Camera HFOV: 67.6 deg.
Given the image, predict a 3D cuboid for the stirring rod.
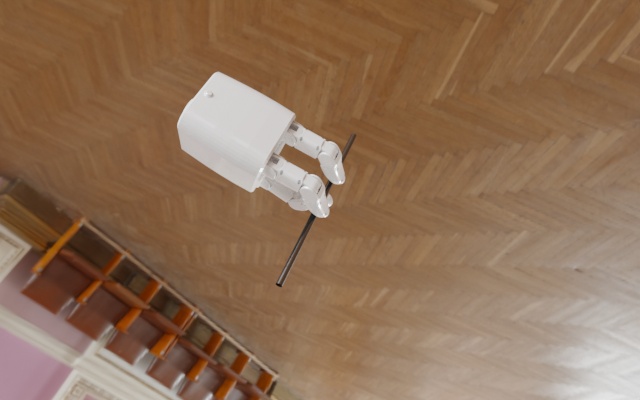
[{"bbox_3d":[0.000,0.002,0.584,0.011,0.239,0.011,18,-34,13],"label":"stirring rod"}]
